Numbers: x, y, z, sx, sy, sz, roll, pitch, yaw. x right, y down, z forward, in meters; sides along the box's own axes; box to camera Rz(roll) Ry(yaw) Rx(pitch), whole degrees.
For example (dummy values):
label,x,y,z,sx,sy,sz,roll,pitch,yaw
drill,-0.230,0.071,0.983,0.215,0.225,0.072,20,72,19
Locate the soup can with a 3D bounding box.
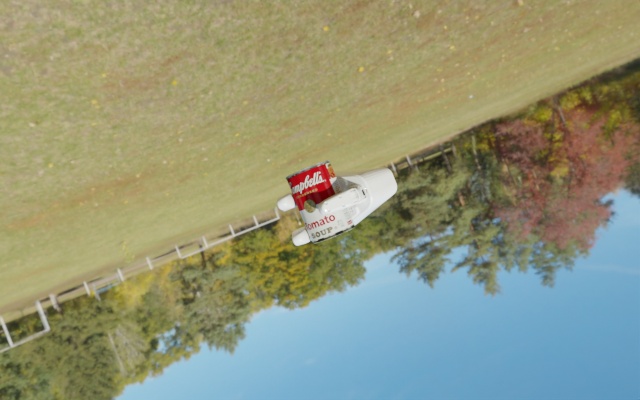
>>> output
label,x,y,z,sx,sy,sz,roll,pitch,yaw
soup can,0.000,0.003,0.681,0.068,0.102,0.068,-22,0,0
